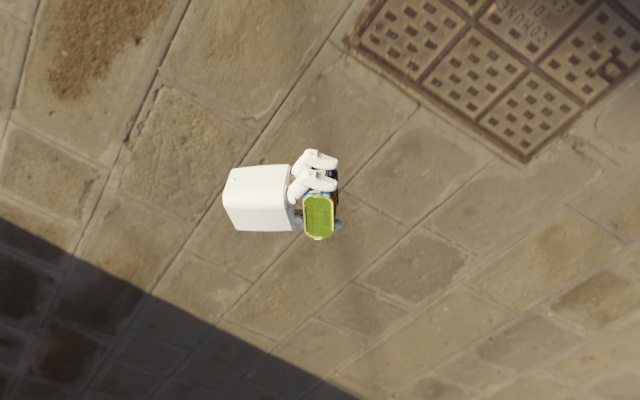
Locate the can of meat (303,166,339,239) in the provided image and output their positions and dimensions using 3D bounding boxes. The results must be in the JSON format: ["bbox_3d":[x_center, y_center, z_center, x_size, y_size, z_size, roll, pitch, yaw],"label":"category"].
[{"bbox_3d":[0.000,0.003,0.817,0.057,0.102,0.084,1,41,5],"label":"can of meat"}]
